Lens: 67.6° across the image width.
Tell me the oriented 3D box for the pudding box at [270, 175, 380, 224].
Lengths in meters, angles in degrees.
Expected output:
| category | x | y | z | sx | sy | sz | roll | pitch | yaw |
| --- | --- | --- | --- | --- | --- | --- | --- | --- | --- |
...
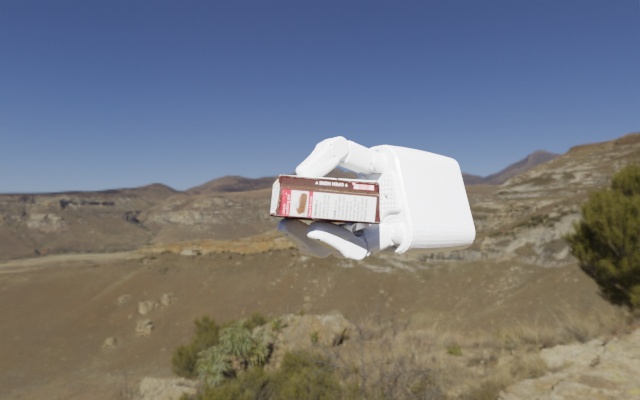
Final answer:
| category | x | y | z | sx | sy | sz | roll | pitch | yaw |
| --- | --- | --- | --- | --- | --- | --- | --- | --- | --- |
| pudding box | 0.000 | 0.001 | 0.446 | 0.090 | 0.039 | 0.113 | 4 | -4 | -7 |
